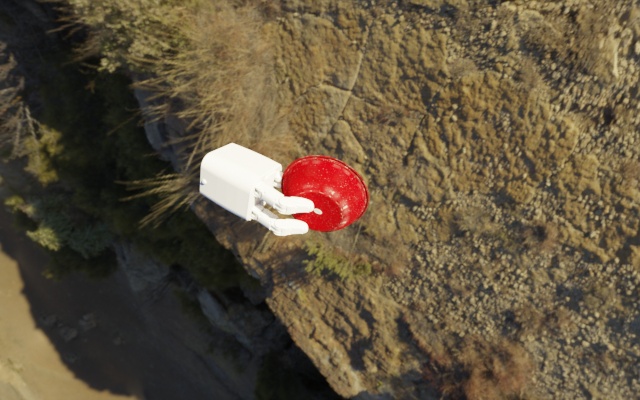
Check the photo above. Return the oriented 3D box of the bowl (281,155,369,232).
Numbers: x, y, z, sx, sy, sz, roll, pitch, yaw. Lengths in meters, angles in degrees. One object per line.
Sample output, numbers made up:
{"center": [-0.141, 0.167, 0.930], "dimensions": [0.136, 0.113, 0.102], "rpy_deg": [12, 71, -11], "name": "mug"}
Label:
{"center": [0.001, 0.003, 0.828], "dimensions": [0.162, 0.162, 0.055], "rpy_deg": [0, 40, 19], "name": "bowl"}
